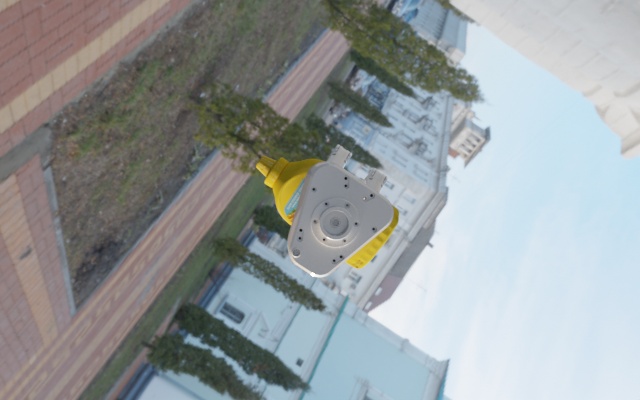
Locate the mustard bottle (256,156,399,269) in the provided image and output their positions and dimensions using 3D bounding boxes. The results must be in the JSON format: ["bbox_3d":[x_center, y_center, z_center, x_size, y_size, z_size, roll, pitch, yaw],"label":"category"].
[{"bbox_3d":[0.000,0.002,0.623,0.191,0.096,0.058,33,25,-3],"label":"mustard bottle"}]
